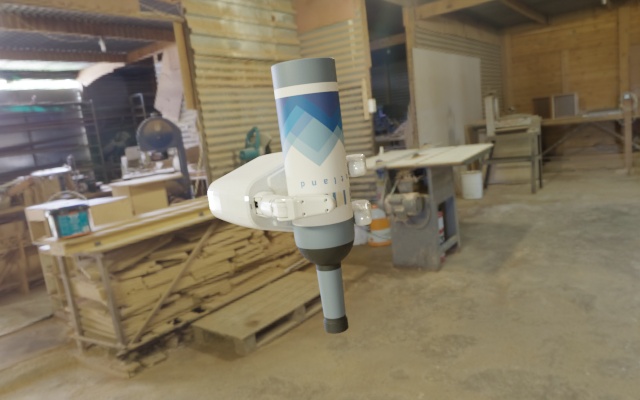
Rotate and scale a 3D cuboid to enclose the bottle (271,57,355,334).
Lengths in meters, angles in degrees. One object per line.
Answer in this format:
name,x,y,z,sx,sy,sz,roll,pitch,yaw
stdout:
bottle,0.000,0.001,0.518,0.069,0.296,0.069,-7,10,1
